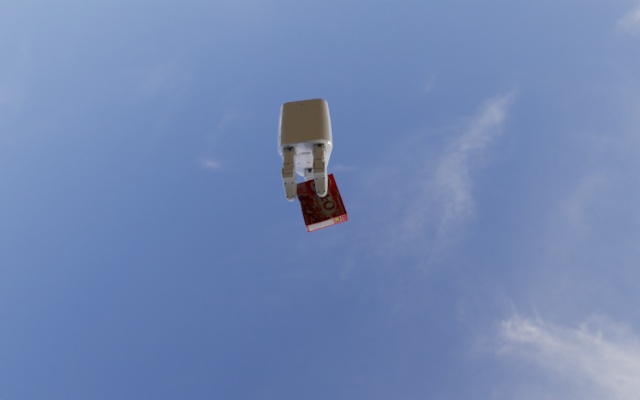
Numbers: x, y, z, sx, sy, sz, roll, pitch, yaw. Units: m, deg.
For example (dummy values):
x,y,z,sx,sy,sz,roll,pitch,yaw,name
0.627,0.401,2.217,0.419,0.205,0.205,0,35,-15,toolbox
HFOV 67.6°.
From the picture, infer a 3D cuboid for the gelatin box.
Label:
x,y,z,sx,sy,sz,roll,pitch,yaw,name
0.000,0.003,0.826,0.073,0.089,0.030,-16,-30,-2,gelatin box
